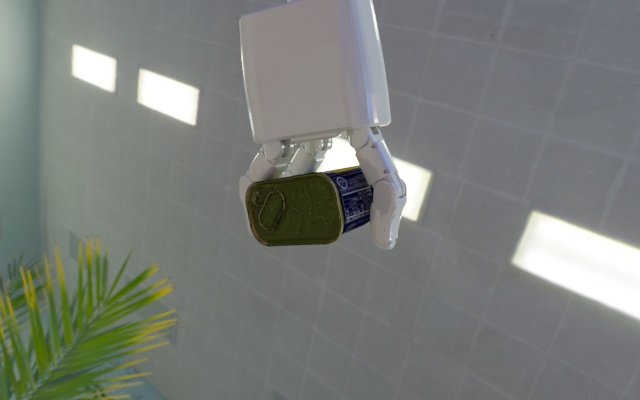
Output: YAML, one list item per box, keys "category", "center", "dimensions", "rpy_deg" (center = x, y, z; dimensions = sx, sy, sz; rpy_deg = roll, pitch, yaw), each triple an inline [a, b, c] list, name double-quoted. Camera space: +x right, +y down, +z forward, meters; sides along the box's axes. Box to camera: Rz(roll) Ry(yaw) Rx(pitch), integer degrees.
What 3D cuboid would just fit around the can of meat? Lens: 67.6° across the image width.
- category: "can of meat"
  center: [0.000, 0.001, 0.420]
  dimensions: [0.102, 0.057, 0.084]
  rpy_deg: [-7, 7, 40]
